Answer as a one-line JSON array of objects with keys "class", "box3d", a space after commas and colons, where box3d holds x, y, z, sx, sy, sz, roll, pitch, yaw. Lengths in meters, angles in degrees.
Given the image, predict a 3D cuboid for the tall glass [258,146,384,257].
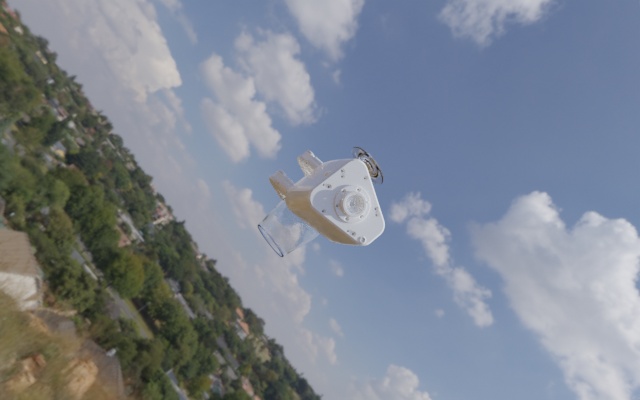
[{"class": "tall glass", "box3d": [0.001, 0.002, 0.742, 0.201, 0.079, 0.079, -38, 11, -14]}]
